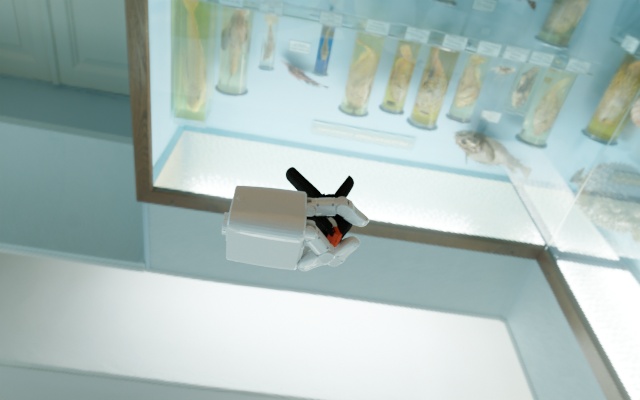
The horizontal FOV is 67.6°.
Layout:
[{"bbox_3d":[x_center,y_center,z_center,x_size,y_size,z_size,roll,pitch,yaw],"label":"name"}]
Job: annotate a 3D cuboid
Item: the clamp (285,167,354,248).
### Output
[{"bbox_3d":[0.000,0.003,0.760,0.120,0.039,0.171,8,35,-6],"label":"clamp"}]
